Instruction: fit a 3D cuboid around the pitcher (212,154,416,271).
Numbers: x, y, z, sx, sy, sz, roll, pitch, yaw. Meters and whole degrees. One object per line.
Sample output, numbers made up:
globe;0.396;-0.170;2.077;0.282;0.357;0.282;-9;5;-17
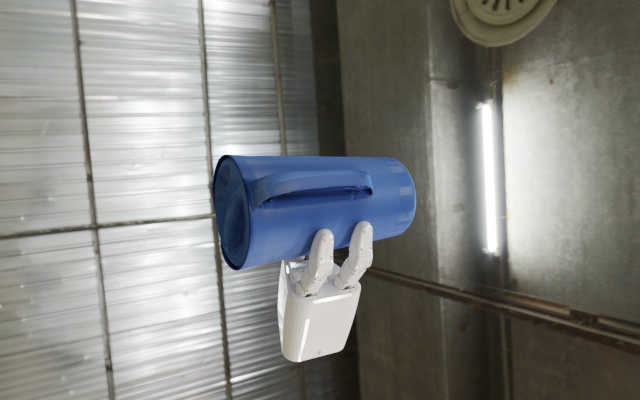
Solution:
pitcher;0.000;0.002;0.589;0.243;0.145;0.149;-6;29;-28
